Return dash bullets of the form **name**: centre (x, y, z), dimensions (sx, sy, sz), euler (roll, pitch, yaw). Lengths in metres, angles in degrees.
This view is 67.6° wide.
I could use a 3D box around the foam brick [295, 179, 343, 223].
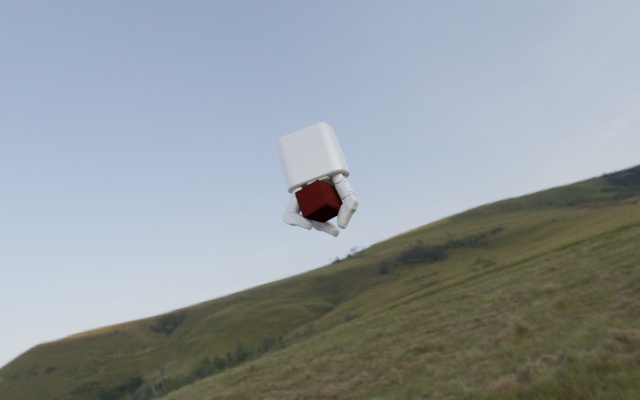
- **foam brick**: centre (0.000, 0.003, 0.848), dimensions (0.053, 0.051, 0.078), euler (-28, -21, 21)
